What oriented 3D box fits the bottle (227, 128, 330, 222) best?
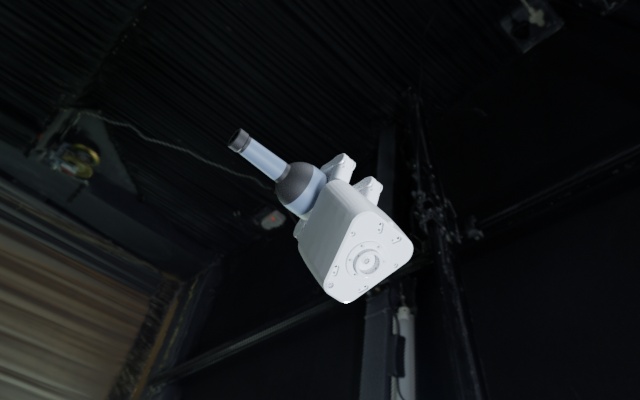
[{"bbox_3d":[0.000,0.002,0.648,0.296,0.069,0.069,37,-18,-26],"label":"bottle"}]
